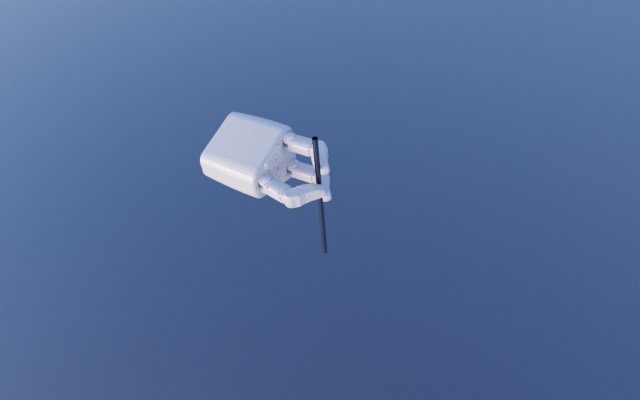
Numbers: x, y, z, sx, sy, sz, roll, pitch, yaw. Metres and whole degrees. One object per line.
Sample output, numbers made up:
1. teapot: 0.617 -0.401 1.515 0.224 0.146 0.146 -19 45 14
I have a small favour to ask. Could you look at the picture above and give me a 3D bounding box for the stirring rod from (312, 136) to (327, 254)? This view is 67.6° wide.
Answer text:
1. stirring rod: 0.000 0.002 0.708 0.011 0.011 0.240 0 -44 5
